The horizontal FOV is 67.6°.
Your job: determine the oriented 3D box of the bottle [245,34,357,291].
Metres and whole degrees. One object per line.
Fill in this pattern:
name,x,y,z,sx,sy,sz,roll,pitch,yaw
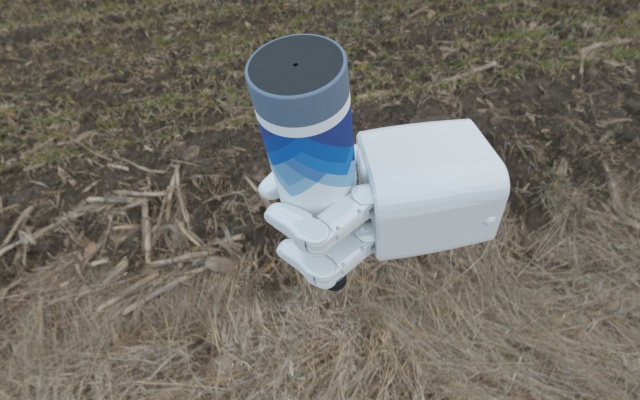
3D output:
bottle,0.000,0.001,0.421,0.069,0.069,0.296,0,-37,8
